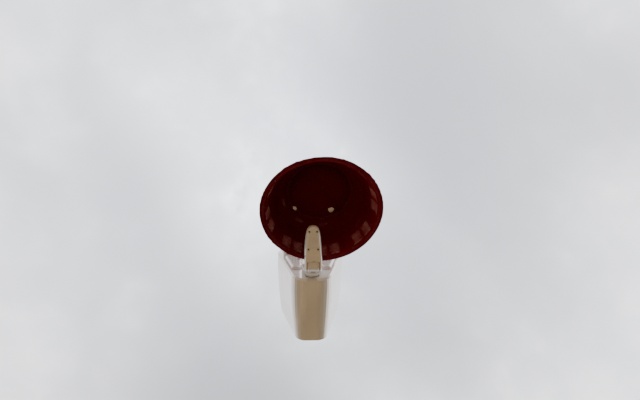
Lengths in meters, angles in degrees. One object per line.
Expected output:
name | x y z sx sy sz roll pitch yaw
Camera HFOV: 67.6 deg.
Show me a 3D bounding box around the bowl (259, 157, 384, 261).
bowl | 0.000 0.001 0.640 0.162 0.162 0.055 0 33 -4
